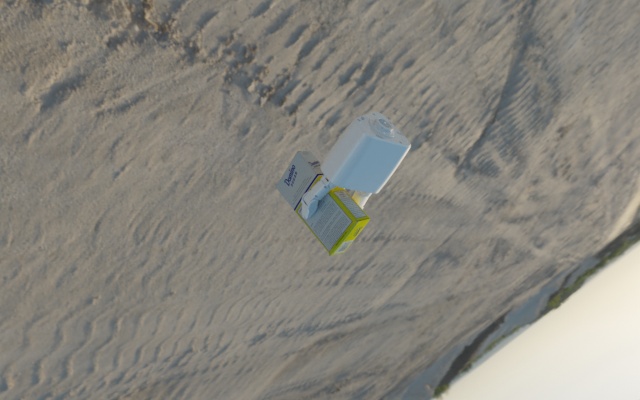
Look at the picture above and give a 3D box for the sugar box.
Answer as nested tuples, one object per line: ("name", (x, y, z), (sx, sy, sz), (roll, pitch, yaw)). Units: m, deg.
("sugar box", (0.001, 0.003, 0.852), (0.048, 0.176, 0.093), (-6, -40, -48))
